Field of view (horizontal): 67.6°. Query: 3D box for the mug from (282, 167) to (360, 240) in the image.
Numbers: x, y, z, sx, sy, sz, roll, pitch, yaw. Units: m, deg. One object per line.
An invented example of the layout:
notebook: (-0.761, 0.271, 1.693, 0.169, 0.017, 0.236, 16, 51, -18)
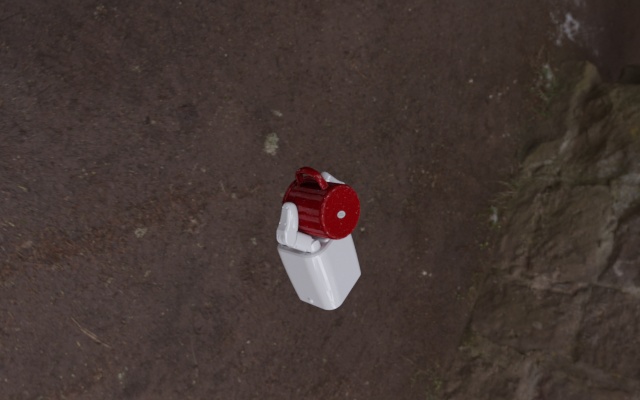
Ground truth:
mug: (0.000, 0.001, 0.697, 0.081, 0.117, 0.093, 9, 39, 47)
